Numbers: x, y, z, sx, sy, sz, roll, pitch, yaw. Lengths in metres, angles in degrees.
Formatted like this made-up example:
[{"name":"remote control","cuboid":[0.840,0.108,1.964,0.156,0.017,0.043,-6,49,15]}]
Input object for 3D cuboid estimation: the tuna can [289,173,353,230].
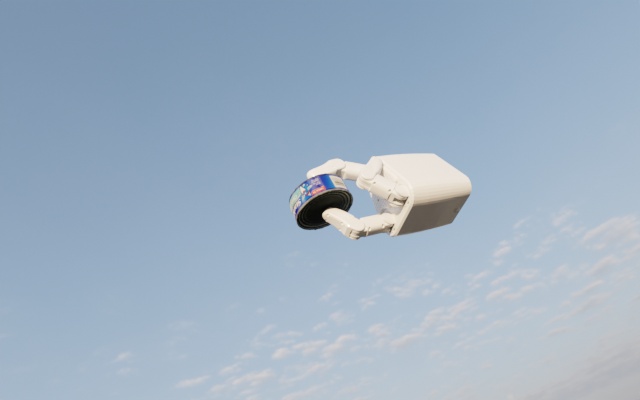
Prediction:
[{"name":"tuna can","cuboid":[0.000,0.002,0.666,0.086,0.033,0.086,-19,-33,-13]}]
